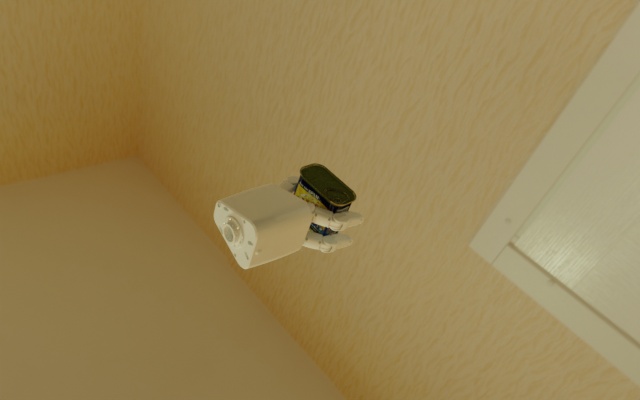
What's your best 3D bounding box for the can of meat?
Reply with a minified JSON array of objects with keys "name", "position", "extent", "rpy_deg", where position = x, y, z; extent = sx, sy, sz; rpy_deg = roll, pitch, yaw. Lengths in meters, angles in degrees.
[{"name":"can of meat","position":[0.000,0.003,0.797],"extent":[0.057,0.084,0.102],"rpy_deg":[-22,55,-43]}]
